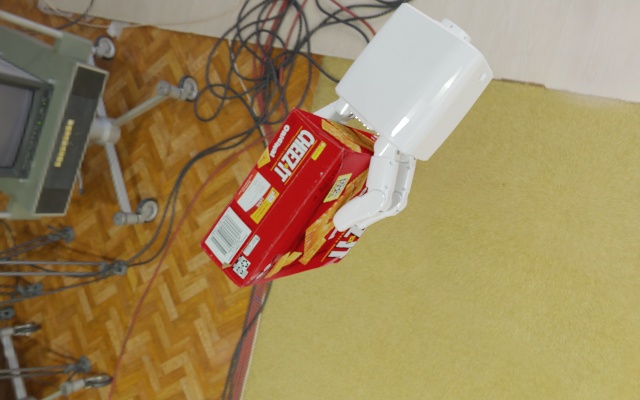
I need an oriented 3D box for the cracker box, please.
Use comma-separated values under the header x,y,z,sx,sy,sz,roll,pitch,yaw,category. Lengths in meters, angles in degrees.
x,y,z,sx,sy,sz,roll,pitch,yaw,category
0.000,0.002,0.510,0.072,0.164,0.214,43,18,21,cracker box
